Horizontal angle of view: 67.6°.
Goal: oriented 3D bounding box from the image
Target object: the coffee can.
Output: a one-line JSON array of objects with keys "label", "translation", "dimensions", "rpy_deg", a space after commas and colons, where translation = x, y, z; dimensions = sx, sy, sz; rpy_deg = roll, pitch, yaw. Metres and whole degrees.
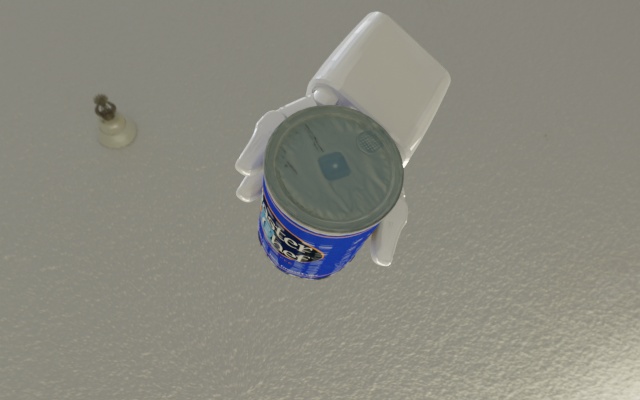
[{"label": "coffee can", "translation": [0.000, 0.001, 0.404], "dimensions": [0.103, 0.102, 0.140], "rpy_deg": [0, -23, -9]}]
